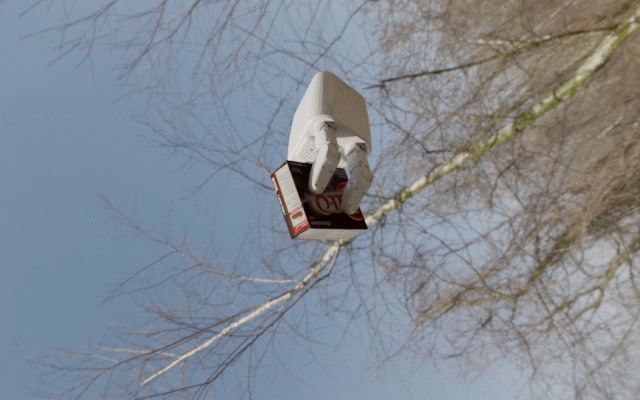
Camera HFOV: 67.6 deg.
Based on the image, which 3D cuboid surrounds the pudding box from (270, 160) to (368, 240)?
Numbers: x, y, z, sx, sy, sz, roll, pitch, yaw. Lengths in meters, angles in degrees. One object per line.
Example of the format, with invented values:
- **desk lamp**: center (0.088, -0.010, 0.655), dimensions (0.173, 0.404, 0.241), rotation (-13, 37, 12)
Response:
- **pudding box**: center (0.000, 0.002, 0.588), dimensions (0.113, 0.090, 0.039), rotation (2, -31, -47)
